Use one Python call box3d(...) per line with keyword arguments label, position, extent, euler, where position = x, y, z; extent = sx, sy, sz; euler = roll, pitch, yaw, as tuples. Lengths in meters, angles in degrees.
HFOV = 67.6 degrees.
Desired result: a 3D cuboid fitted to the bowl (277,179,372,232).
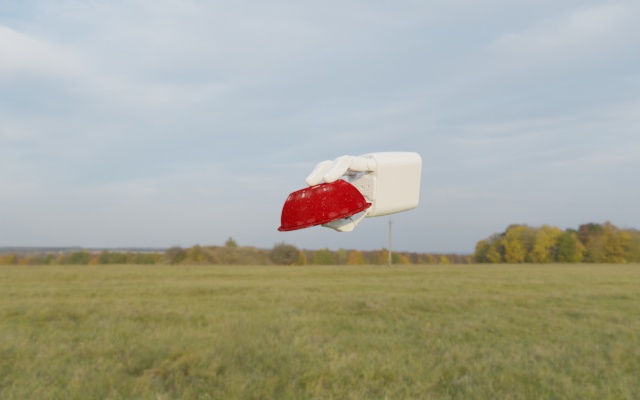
box3d(label="bowl", position=(-0.001, 0.002, 0.784), extent=(0.162, 0.055, 0.162), euler=(-16, 5, 1))
